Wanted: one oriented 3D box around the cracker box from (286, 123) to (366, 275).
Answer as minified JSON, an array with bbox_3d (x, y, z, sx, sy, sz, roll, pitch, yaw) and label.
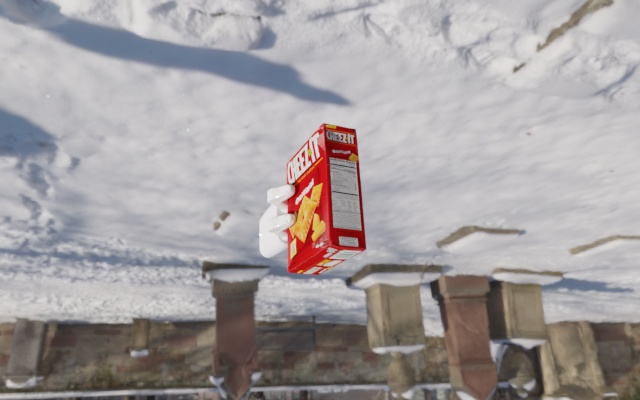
[{"bbox_3d":[0.000,0.003,0.809,0.072,0.213,0.164,8,-25,-25],"label":"cracker box"}]
